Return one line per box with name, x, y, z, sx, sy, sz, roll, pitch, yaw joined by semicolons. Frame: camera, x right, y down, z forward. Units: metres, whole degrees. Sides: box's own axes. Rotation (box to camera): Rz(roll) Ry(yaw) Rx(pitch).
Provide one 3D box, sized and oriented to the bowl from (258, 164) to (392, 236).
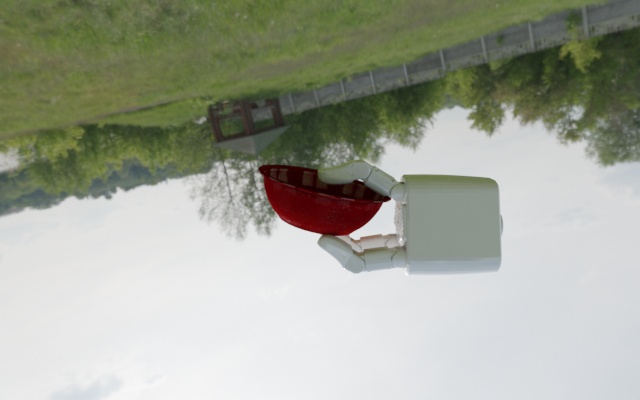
bowl;-0.001;0.002;0.573;0.162;0.055;0.162;13;12;-3
